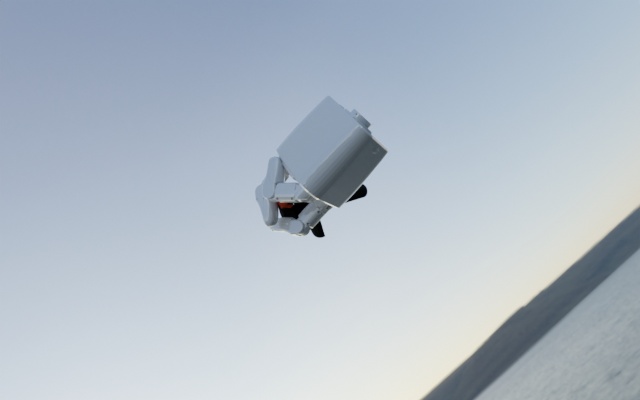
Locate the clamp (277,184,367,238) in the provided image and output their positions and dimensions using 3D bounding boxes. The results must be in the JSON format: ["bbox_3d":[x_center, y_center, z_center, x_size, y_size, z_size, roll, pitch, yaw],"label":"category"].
[{"bbox_3d":[0.000,0.002,0.724,0.039,0.120,0.171,49,12,27],"label":"clamp"}]
